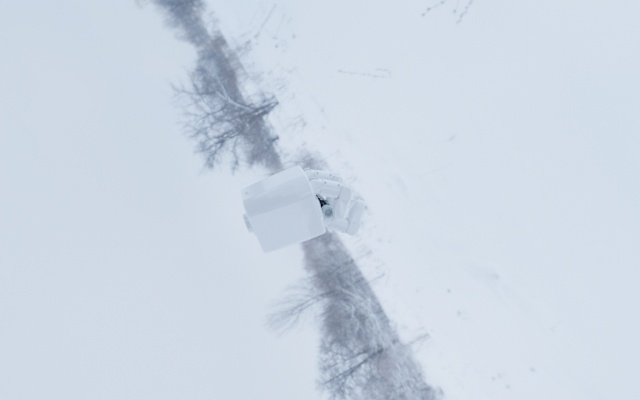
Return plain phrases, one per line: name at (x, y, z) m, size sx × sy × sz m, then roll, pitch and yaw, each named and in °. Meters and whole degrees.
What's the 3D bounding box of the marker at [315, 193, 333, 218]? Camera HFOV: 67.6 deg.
marker at (0.000, 0.003, 0.810) m, size 0.020 × 0.020 × 0.121 m, roll 0°, pitch 17°, yaw -13°
